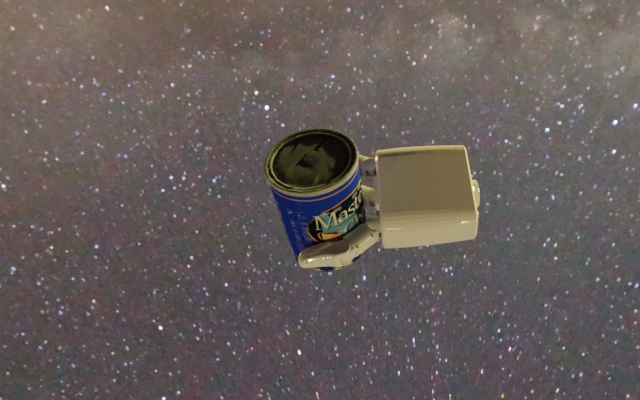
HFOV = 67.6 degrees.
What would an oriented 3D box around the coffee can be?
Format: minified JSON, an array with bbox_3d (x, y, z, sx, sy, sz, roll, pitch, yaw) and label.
[{"bbox_3d":[0.000,0.002,0.561,0.103,0.102,0.140,0,-42,12],"label":"coffee can"}]
